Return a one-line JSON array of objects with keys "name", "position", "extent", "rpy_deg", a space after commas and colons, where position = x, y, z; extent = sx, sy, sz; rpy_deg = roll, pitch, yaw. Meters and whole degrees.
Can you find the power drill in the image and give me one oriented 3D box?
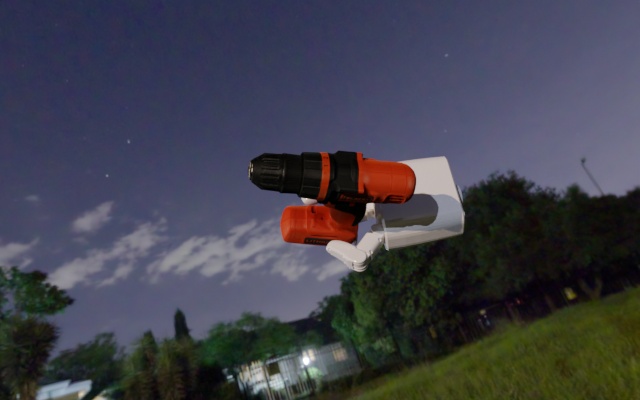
[{"name": "power drill", "position": [0.000, 0.002, 0.579], "extent": [0.184, 0.057, 0.188], "rpy_deg": [6, -22, -10]}]
